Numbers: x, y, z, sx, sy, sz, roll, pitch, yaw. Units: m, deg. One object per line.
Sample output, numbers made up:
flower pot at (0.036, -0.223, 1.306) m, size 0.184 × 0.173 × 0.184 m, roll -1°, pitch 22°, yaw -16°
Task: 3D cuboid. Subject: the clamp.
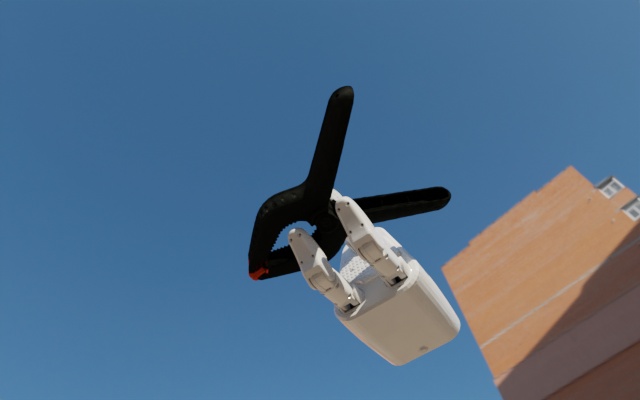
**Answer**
clamp at (0.000, 0.001, 0.457) m, size 0.210 × 0.165 × 0.036 m, roll -34°, pitch 32°, yaw 14°
